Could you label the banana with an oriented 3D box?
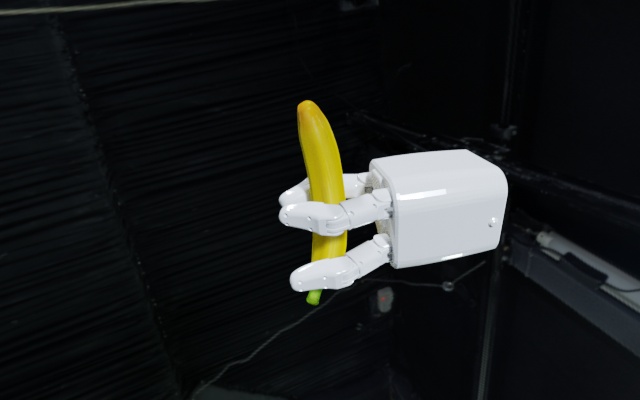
[{"bbox_3d":[0.004,0.000,0.471,0.037,0.198,0.069,-1,15,12],"label":"banana"}]
